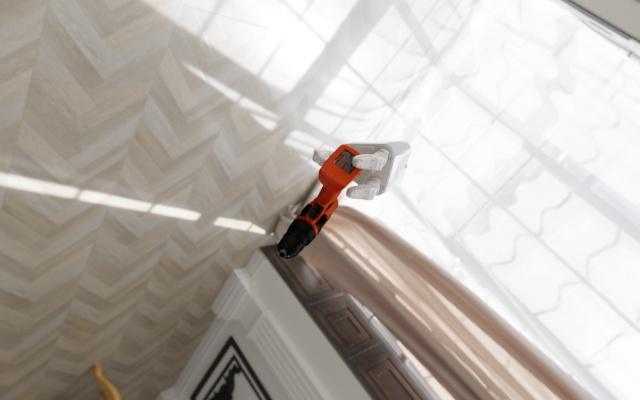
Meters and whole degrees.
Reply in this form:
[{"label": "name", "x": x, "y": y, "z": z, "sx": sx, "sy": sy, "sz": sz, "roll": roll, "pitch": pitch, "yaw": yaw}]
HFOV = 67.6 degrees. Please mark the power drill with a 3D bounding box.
[{"label": "power drill", "x": 0.000, "y": 0.002, "z": 0.839, "sx": 0.057, "sy": 0.188, "sz": 0.184, "roll": 35, "pitch": 46, "yaw": 3}]
